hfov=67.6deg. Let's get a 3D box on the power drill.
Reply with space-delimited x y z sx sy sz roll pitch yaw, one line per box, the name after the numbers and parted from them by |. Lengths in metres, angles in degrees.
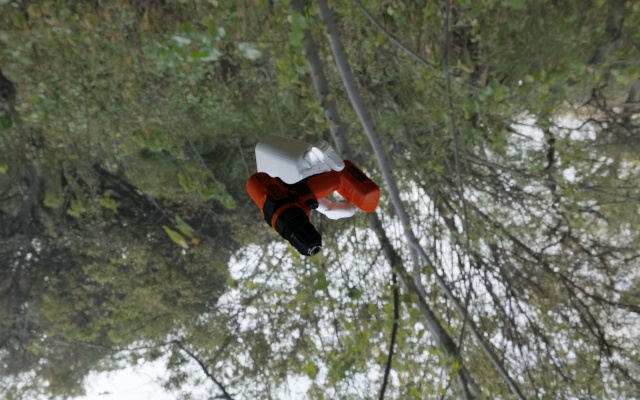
0.000 0.002 0.754 0.187 0.057 0.184 -15 45 -32 | power drill
